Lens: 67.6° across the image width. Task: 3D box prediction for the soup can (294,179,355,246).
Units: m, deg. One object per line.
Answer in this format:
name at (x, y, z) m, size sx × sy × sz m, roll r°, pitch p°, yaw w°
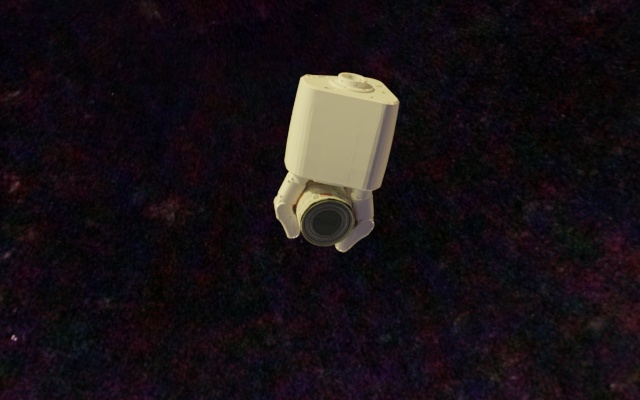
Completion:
soup can at (0.000, 0.003, 0.603) m, size 0.068 × 0.068 × 0.102 m, roll 0°, pitch 30°, yaw -12°
